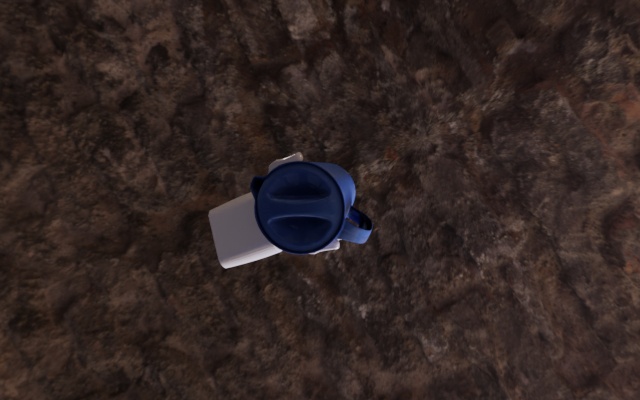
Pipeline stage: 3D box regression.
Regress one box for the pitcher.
[{"bbox_3d":[0.000,0.003,0.782,0.145,0.149,0.243,-20,3,13],"label":"pitcher"}]
